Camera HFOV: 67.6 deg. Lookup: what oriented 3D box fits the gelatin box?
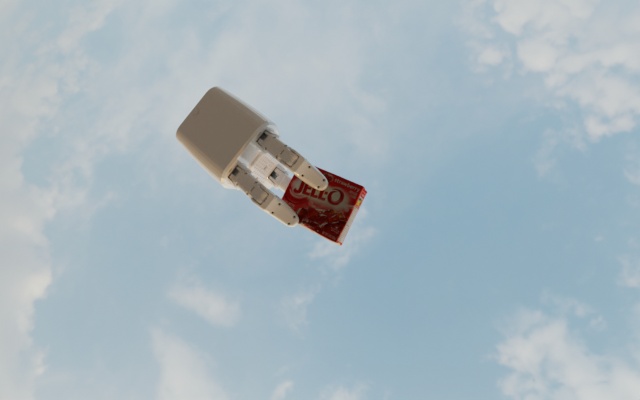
[{"bbox_3d":[0.001,0.002,0.570,0.089,0.073,0.030,25,-5,20],"label":"gelatin box"}]
